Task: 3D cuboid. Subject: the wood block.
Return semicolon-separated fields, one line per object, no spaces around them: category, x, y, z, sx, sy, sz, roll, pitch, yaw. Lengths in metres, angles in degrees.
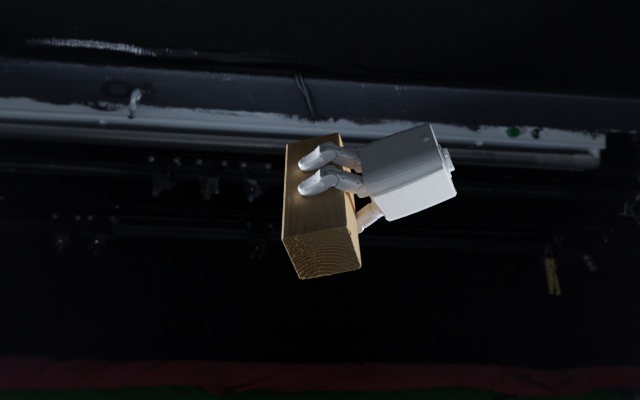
wood block;0.001;0.002;0.708;0.090;0.091;0.206;-12;41;10
